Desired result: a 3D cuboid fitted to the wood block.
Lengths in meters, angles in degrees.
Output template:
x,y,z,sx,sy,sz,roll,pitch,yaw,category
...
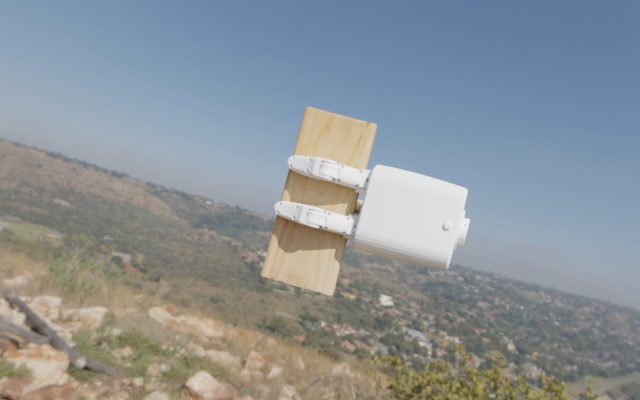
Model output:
x,y,z,sx,sy,sz,roll,pitch,yaw,category
0.001,0.002,0.598,0.090,0.206,0.091,15,-2,4,wood block
